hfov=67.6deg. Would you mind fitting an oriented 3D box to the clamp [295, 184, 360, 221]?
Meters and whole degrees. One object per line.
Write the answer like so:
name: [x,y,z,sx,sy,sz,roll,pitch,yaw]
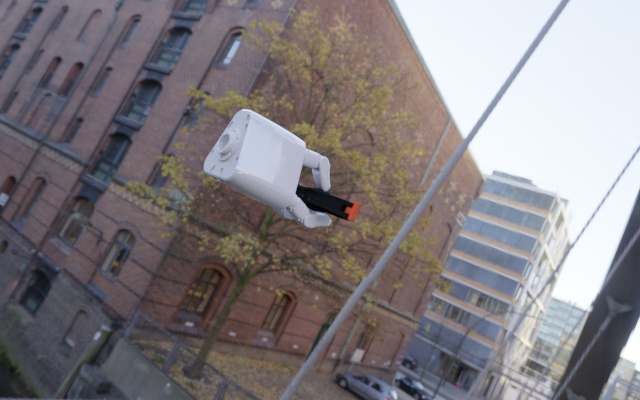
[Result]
clamp: [0.001,0.002,0.793,0.164,0.036,0.210,25,-5,-41]
